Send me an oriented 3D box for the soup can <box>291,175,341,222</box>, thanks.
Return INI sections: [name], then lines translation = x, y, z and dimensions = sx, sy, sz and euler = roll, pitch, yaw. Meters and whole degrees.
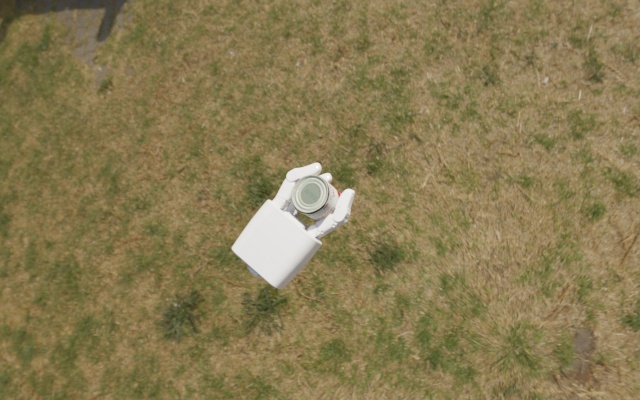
[soup can]
translation = 0.000, 0.002, 0.811
dimensions = 0.068, 0.068, 0.102
euler = 0, -16, 22
